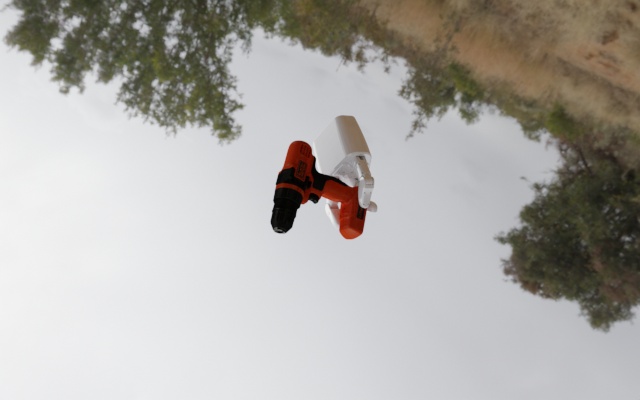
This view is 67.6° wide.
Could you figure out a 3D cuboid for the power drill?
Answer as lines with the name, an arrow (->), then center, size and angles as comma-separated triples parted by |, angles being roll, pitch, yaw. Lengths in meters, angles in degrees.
power drill -> 0.001, 0.003, 0.877 | 0.188, 0.184, 0.057 | 30, -30, -30
